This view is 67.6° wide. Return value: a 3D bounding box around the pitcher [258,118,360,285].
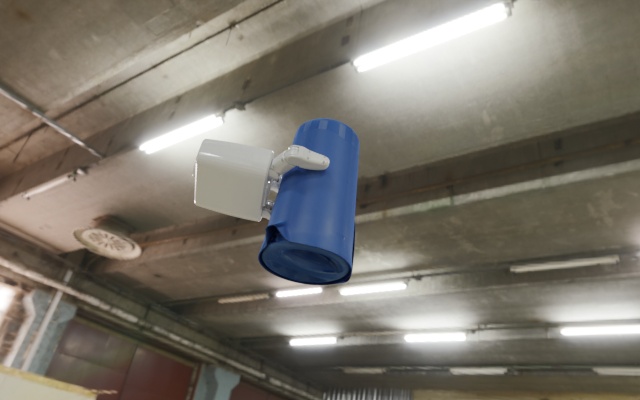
[{"bbox_3d":[0.000,0.002,0.734,0.145,0.242,0.149,12,-32,-3],"label":"pitcher"}]
